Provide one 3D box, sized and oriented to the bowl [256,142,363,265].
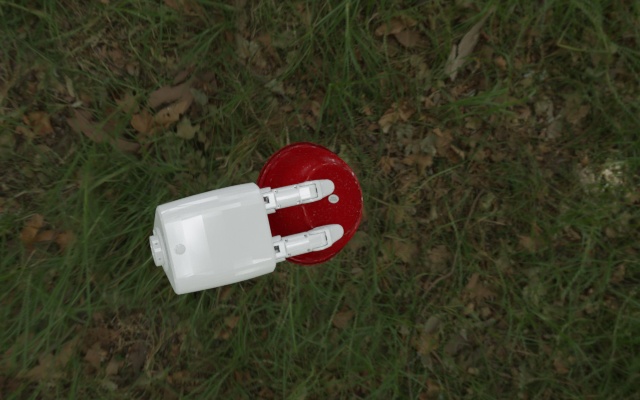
[{"bbox_3d":[0.001,0.001,0.604,0.162,0.162,0.055,0,-4,-35],"label":"bowl"}]
